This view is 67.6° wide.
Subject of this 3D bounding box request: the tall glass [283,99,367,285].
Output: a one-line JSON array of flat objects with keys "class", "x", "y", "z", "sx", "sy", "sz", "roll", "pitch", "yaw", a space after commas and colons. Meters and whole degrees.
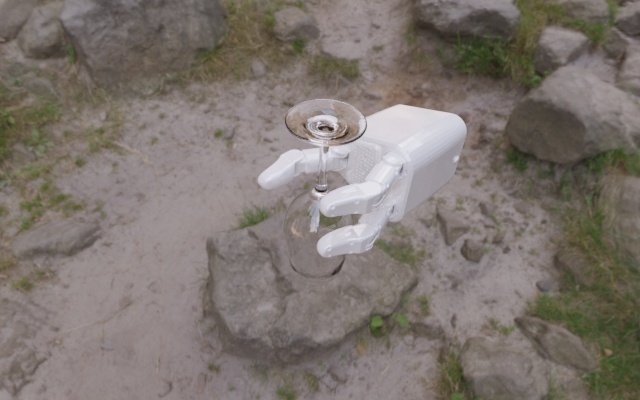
[{"class": "tall glass", "x": 0.000, "y": 0.001, "z": 0.495, "sx": 0.079, "sy": 0.201, "sz": 0.079, "roll": 2, "pitch": 42, "yaw": -2}]
